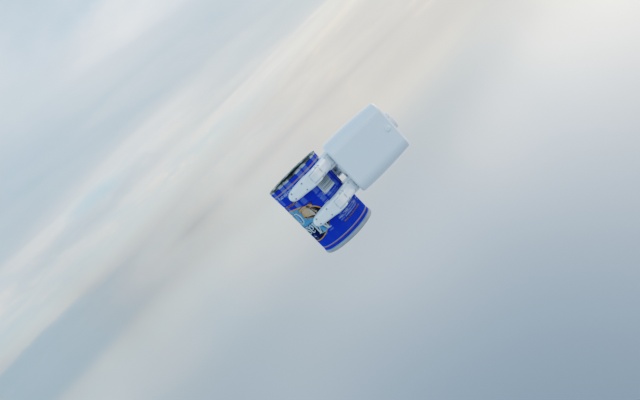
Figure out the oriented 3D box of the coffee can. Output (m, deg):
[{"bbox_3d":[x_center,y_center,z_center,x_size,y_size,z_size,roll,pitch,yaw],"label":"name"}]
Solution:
[{"bbox_3d":[0.000,0.003,0.797,0.103,0.140,0.102,-43,9,8],"label":"coffee can"}]
